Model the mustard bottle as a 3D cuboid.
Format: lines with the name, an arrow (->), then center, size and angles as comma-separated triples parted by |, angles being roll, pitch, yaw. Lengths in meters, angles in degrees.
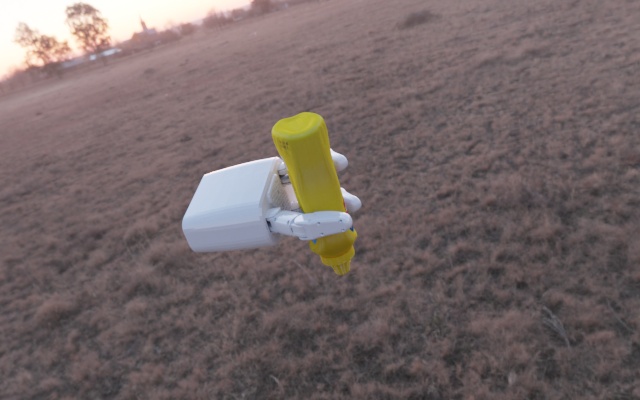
mustard bottle -> 0.000, 0.001, 0.541 | 0.058, 0.192, 0.096 | -19, 23, -5
